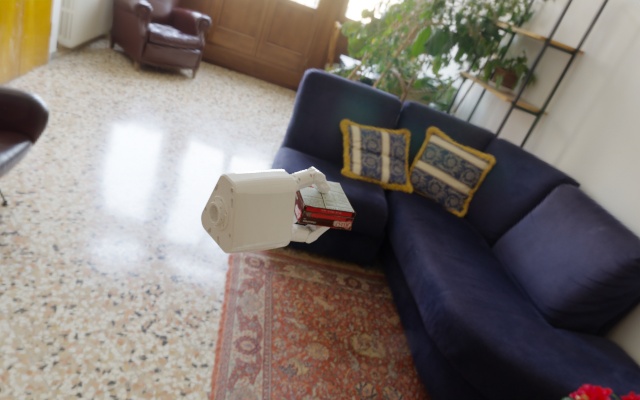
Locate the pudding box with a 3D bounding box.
[{"bbox_3d":[0.000,0.002,0.794,0.090,0.039,0.113,10,27,-18],"label":"pudding box"}]
